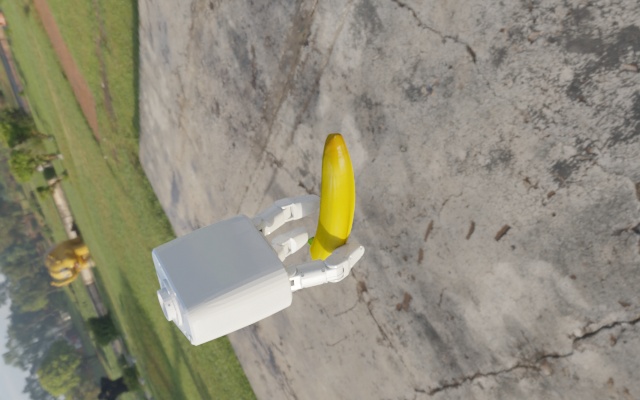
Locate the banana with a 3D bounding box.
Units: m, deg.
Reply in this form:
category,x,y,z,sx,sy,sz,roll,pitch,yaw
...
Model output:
category,x,y,z,sx,sy,sz,roll,pitch,yaw
banana,0.009,0.017,0.535,0.037,0.069,0.198,-19,-34,-26
